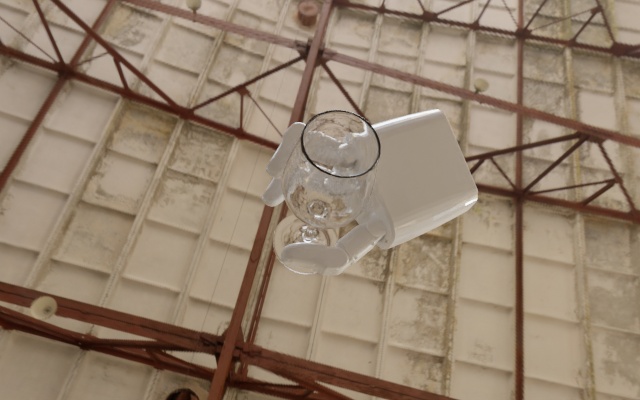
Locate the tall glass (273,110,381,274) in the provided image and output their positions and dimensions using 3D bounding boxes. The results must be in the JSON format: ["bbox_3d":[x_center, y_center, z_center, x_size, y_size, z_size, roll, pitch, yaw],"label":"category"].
[{"bbox_3d":[0.000,0.002,0.445,0.079,0.079,0.201,0,-27,-10],"label":"tall glass"}]
